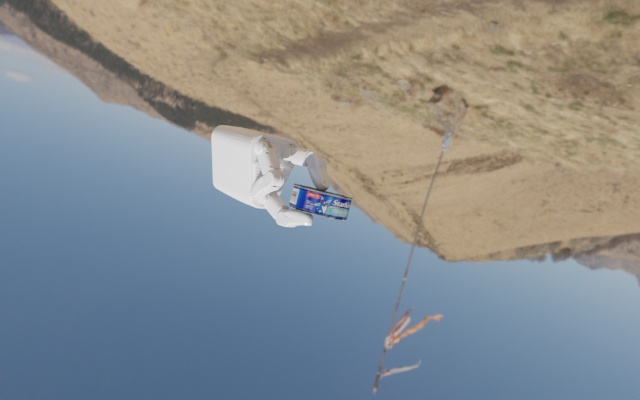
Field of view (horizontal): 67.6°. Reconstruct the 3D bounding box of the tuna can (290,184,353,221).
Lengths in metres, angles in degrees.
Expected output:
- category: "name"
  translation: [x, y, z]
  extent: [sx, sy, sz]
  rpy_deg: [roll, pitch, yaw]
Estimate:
- category: "tuna can"
  translation: [0.000, 0.003, 0.676]
  extent: [0.086, 0.034, 0.086]
  rpy_deg: [14, 2, -1]
